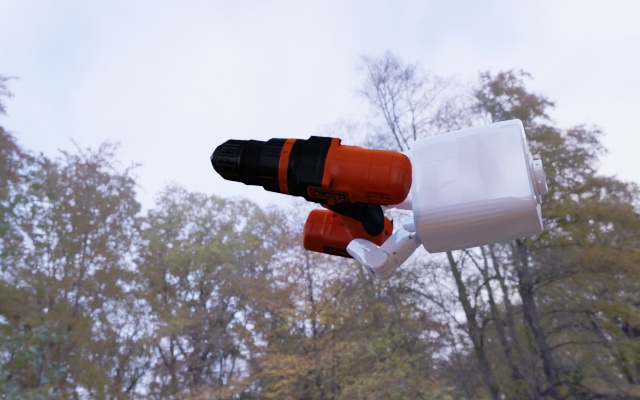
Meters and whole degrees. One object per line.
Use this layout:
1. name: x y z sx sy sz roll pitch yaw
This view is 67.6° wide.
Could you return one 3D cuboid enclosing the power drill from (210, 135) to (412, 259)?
1. power drill: 0.000 0.002 0.485 0.184 0.057 0.188 9 -22 15
